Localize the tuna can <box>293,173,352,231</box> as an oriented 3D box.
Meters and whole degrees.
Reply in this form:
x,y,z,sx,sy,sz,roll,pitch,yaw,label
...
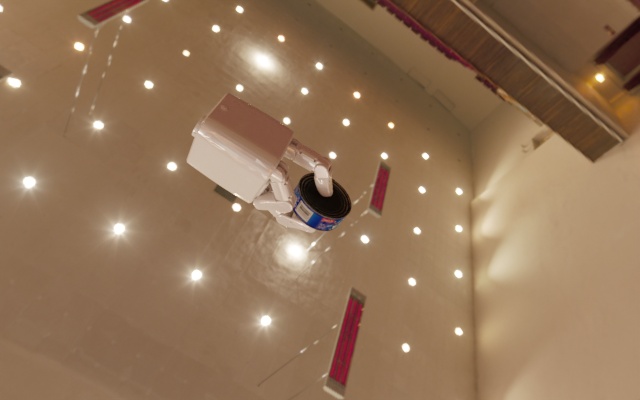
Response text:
x,y,z,sx,sy,sz,roll,pitch,yaw,label
0.000,0.003,0.697,0.086,0.086,0.034,0,-39,-37,tuna can
